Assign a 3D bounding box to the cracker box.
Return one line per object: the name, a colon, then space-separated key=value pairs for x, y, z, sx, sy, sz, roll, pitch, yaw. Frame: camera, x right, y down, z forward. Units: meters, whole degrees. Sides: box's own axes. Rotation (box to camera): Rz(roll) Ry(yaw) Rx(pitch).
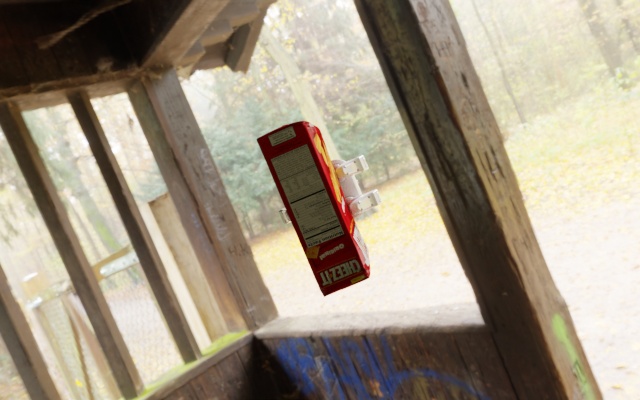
cracker box: x=0.000 y=0.002 z=0.655 sx=0.072 sy=0.214 sz=0.164 roll=-23 pitch=3 yaw=7
